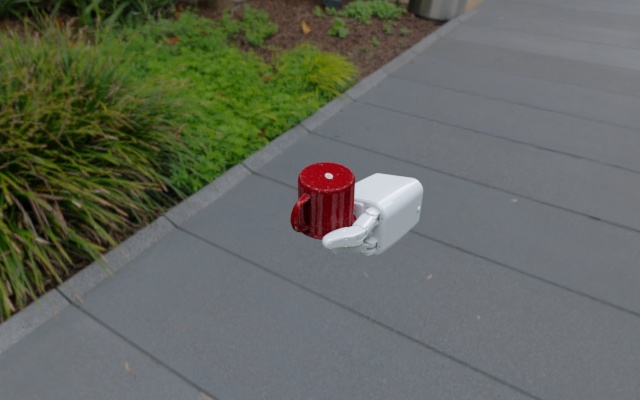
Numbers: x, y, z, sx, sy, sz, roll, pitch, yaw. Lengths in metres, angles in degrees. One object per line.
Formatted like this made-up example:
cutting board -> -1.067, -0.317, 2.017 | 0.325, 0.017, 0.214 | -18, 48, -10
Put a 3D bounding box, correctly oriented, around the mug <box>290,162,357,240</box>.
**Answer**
mug -> -0.001, 0.003, 0.686 | 0.093, 0.082, 0.117 | 29, 43, 34
